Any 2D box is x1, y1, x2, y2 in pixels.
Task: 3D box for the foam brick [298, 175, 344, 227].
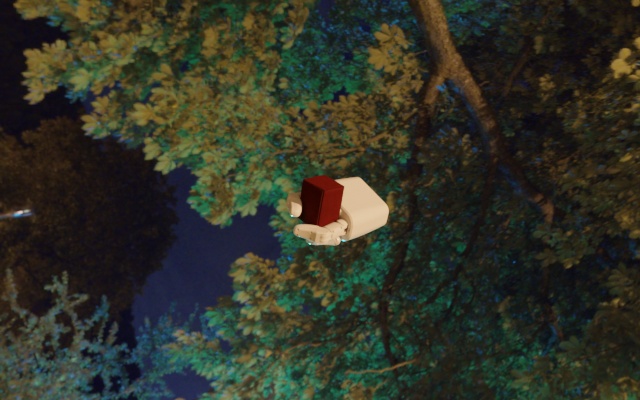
[{"bbox_3d":[0.000,0.002,0.818,0.051,0.078,0.053,-15,36,-40],"label":"foam brick"}]
